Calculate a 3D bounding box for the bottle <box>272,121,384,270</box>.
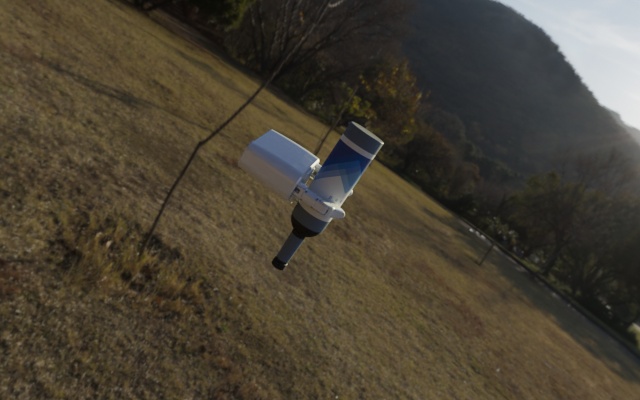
[{"bbox_3d":[0.000,0.003,0.843,0.069,0.296,0.069,31,15,-10],"label":"bottle"}]
